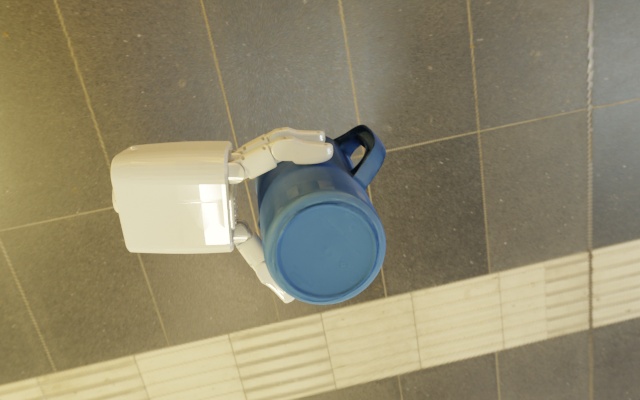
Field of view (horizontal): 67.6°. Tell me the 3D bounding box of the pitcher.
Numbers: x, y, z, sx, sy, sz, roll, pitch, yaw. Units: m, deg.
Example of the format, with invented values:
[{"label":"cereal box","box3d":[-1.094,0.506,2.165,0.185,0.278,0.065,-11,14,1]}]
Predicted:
[{"label":"pitcher","box3d":[0.000,0.002,0.518,0.145,0.149,0.242,0,17,-7]}]
